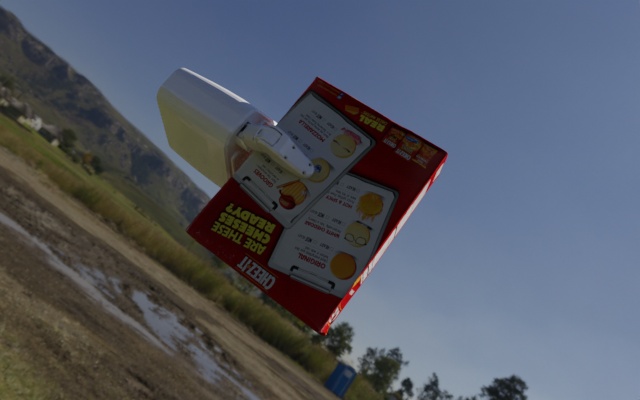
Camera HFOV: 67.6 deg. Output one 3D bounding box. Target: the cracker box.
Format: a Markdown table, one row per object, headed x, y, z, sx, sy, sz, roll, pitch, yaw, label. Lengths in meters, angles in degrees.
| x | y | z | sx | sy | sz | roll | pitch | yaw | label |
| --- | --- | --- | --- | --- | --- | --- | --- | --- | --- |
| 0.000 | 0.001 | 0.489 | 0.164 | 0.213 | 0.072 | 34 | -14 | 16 | cracker box |
